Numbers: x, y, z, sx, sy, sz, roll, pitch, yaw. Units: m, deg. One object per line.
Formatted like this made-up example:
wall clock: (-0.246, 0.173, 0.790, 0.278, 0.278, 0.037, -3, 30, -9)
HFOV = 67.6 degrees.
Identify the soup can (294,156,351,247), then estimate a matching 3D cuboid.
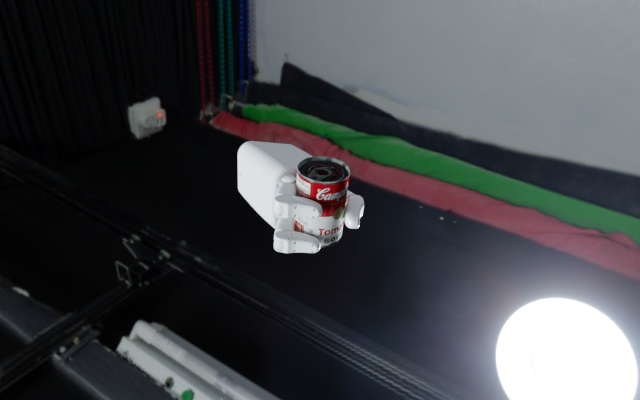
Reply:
soup can: (0.000, 0.003, 0.629, 0.068, 0.102, 0.068, 4, 33, -3)
